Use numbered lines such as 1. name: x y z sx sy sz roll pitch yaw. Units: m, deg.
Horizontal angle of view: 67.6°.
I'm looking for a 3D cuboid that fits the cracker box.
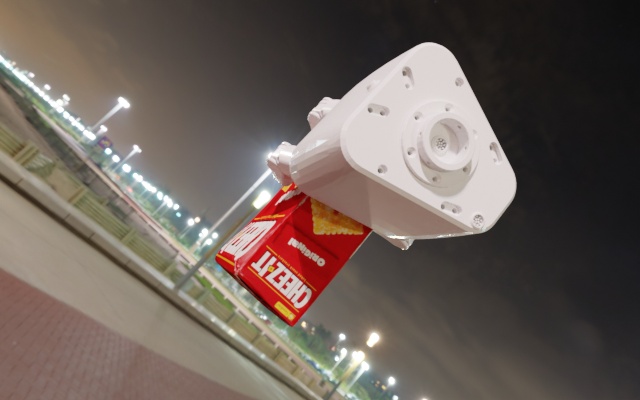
1. cracker box: 0.000 0.001 0.455 0.072 0.213 0.164 45 -15 -10
